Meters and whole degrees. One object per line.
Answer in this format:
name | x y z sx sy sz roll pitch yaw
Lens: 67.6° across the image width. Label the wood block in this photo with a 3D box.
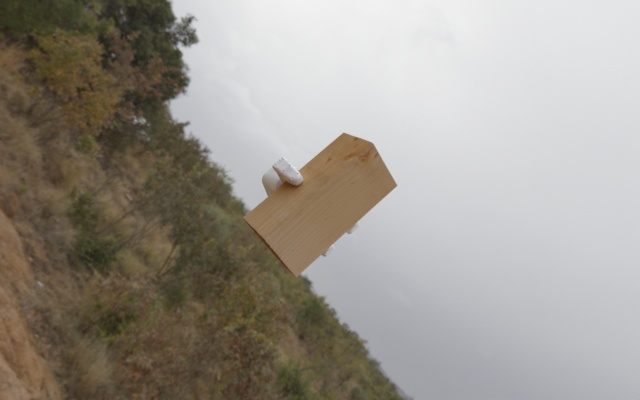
wood block | 0.000 0.002 0.718 0.206 0.091 0.090 -42 32 -10
